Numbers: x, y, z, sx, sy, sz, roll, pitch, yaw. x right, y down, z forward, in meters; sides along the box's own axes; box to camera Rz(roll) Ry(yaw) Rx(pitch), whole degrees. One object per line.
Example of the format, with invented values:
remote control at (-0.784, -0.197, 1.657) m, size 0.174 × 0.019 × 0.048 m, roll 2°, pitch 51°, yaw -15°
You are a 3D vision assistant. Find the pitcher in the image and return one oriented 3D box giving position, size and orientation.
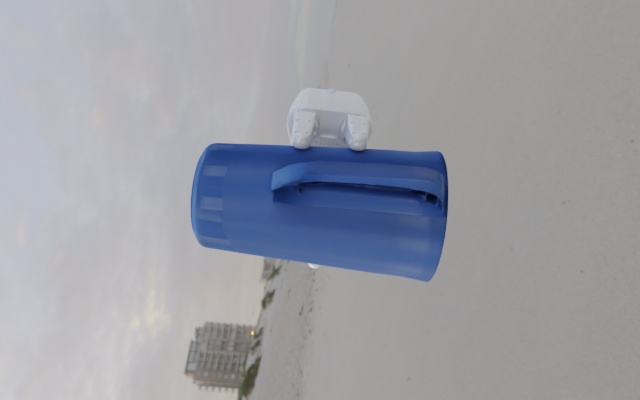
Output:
pitcher at (0.000, 0.002, 0.479) m, size 0.243 × 0.149 × 0.145 m, roll 5°, pitch 29°, yaw 0°
